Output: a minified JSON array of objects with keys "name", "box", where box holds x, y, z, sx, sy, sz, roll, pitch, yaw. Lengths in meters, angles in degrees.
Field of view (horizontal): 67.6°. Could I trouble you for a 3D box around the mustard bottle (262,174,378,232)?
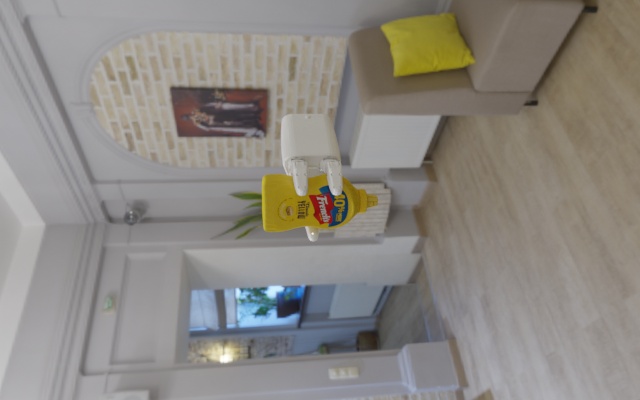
[{"name":"mustard bottle","box":[0.000,0.003,0.792,0.191,0.096,0.058,-2,28,-9]}]
